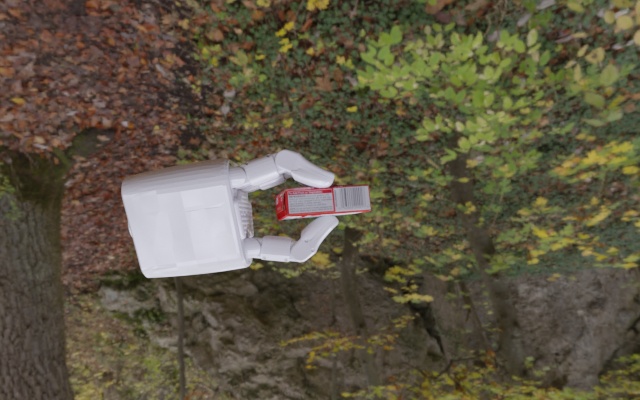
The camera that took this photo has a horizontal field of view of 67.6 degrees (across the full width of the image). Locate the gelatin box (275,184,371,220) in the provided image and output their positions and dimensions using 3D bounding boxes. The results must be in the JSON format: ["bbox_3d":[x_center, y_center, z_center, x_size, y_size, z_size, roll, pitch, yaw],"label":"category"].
[{"bbox_3d":[0.000,0.002,0.502,0.089,0.030,0.073,-4,-4,-11],"label":"gelatin box"}]
